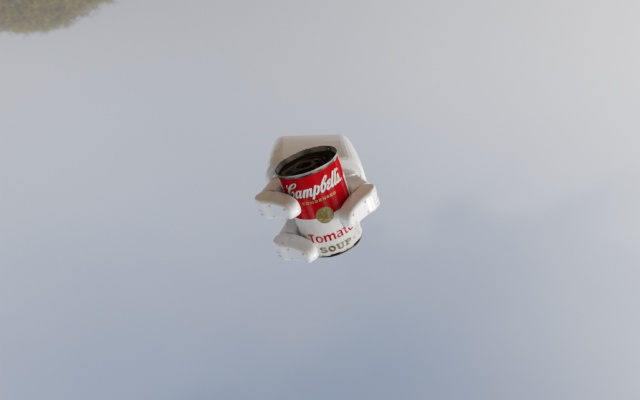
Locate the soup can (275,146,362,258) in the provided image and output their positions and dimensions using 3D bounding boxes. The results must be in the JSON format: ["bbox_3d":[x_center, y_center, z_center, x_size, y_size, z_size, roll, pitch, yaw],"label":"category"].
[{"bbox_3d":[0.000,0.002,0.512,0.068,0.102,0.068,-16,25,8],"label":"soup can"}]
